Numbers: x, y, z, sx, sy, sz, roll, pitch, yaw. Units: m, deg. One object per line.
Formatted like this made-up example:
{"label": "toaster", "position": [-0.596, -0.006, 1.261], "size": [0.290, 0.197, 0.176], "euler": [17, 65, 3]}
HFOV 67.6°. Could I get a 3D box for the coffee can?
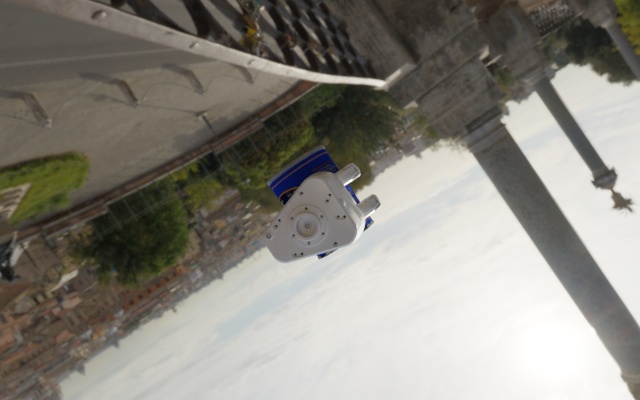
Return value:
{"label": "coffee can", "position": [0.000, 0.002, 0.721], "size": [0.103, 0.140, 0.103], "euler": [-34, -1, -1]}
